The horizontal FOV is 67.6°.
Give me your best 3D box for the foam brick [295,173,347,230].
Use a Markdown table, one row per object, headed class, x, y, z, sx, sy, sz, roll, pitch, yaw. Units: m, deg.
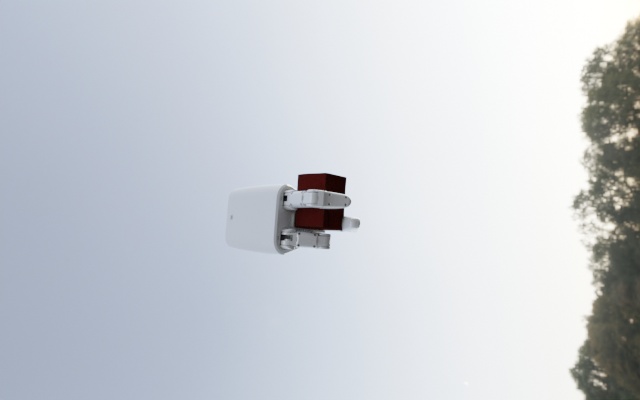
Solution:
| class | x | y | z | sx | sy | sz | roll | pitch | yaw |
| --- | --- | --- | --- | --- | --- | --- | --- | --- | --- |
| foam brick | 0.000 | 0.002 | 0.676 | 0.051 | 0.078 | 0.053 | 0 | -7 | 37 |
